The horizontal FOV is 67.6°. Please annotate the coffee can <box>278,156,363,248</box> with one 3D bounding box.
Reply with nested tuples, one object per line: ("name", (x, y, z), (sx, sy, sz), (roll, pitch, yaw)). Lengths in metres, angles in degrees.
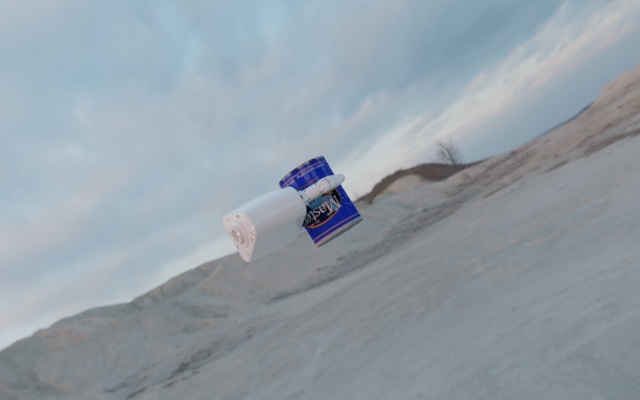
("coffee can", (0.000, 0.003, 0.896), (0.103, 0.140, 0.103), (-31, -7, -5))
